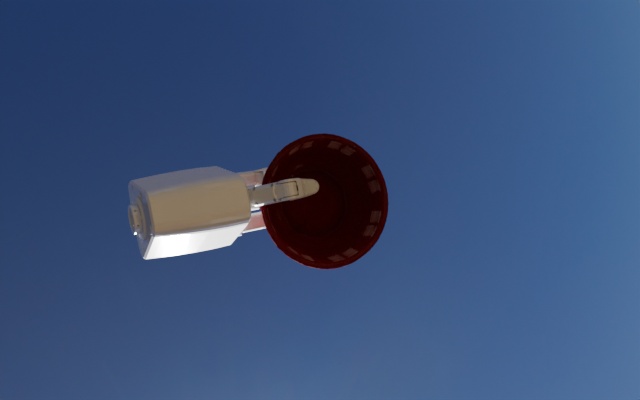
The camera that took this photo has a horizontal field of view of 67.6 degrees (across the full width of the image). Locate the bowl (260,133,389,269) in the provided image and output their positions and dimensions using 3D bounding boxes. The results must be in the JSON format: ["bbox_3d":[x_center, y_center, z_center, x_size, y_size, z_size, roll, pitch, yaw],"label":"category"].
[{"bbox_3d":[0.001,0.002,0.591,0.162,0.162,0.055,0,-4,-18],"label":"bowl"}]
